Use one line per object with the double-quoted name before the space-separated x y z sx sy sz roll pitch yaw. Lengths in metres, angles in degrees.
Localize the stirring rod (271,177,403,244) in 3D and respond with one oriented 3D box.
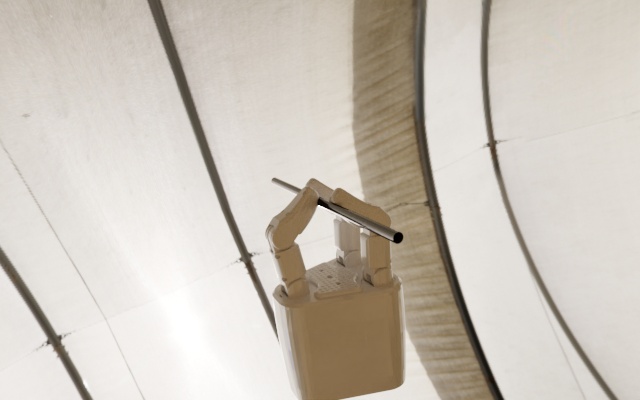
"stirring rod" 0.000 0.001 0.414 0.011 0.011 0.239 0 11 -25
